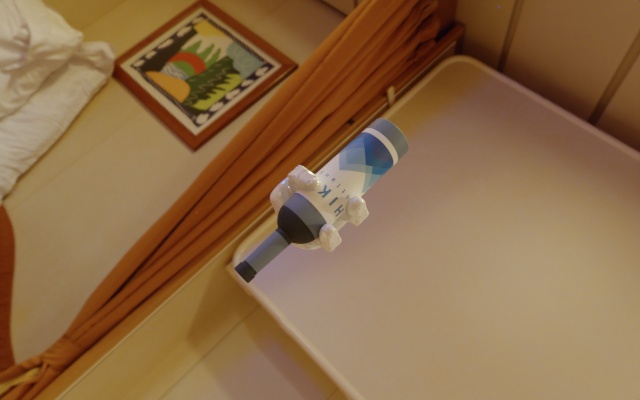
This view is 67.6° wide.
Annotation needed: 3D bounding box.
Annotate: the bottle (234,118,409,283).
[{"bbox_3d":[0.000,0.002,0.662,0.295,0.069,0.069,-43,13,-15],"label":"bottle"}]
